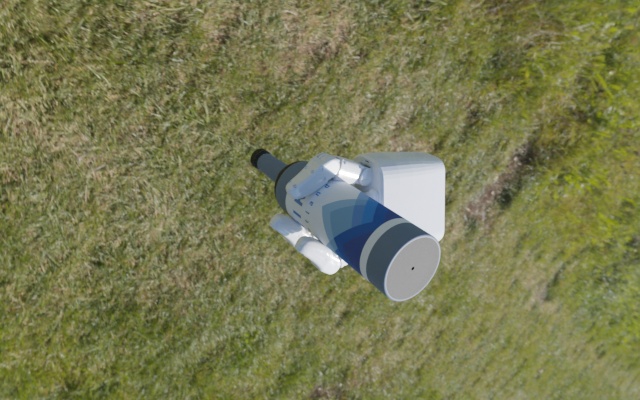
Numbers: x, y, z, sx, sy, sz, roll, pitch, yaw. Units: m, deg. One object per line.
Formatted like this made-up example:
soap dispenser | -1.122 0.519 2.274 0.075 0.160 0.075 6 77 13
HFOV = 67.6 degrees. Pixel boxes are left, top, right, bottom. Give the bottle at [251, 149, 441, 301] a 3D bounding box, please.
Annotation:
bottle | 0.000 0.002 0.522 0.069 0.069 0.295 0 23 -37
